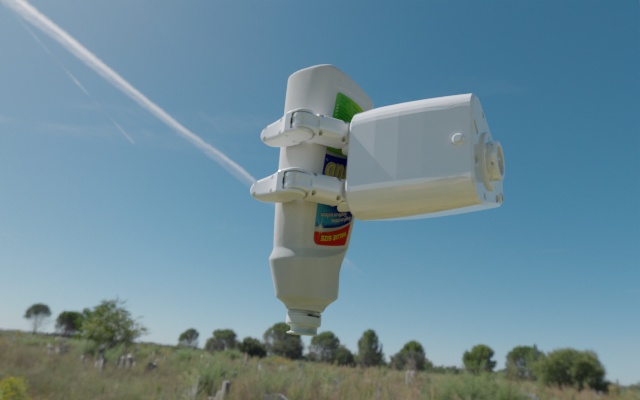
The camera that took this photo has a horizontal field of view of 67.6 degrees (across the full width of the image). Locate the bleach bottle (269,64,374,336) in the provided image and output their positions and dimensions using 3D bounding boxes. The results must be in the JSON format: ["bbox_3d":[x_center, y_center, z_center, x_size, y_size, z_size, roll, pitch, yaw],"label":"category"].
[{"bbox_3d":[0.000,0.001,0.462,0.068,0.250,0.102,-7,-22,32],"label":"bleach bottle"}]
